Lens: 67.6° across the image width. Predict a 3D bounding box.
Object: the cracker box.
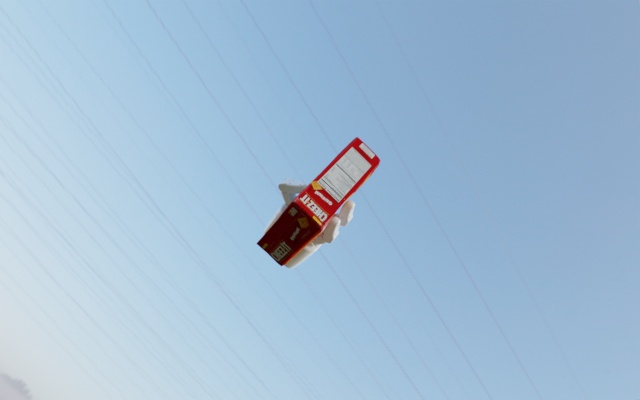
[{"bbox_3d":[0.000,0.003,0.854,0.213,0.072,0.164,-47,0,-40],"label":"cracker box"}]
